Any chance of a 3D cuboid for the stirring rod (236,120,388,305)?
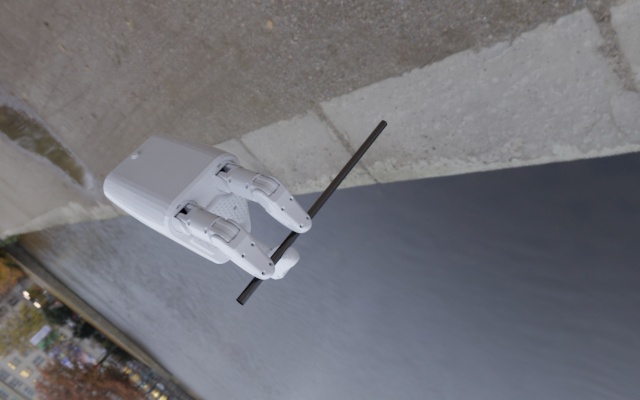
[{"bbox_3d":[0.000,0.001,0.452,0.011,0.011,0.239,0,44,51],"label":"stirring rod"}]
